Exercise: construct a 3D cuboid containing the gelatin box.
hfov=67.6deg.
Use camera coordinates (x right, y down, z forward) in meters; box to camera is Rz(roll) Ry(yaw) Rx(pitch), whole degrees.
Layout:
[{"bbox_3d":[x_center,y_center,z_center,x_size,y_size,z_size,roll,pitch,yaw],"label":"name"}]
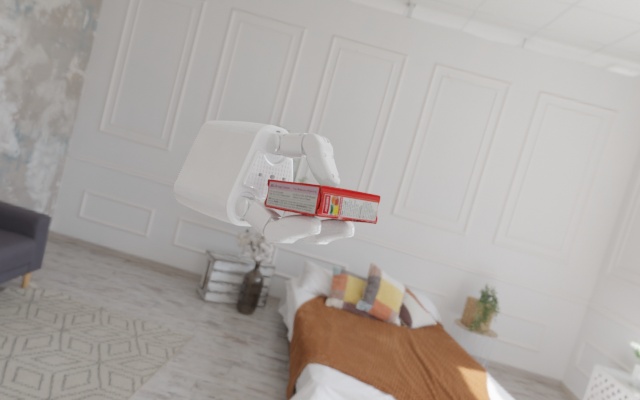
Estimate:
[{"bbox_3d":[0.000,0.001,0.455,0.073,0.030,0.089,9,-1,-38],"label":"gelatin box"}]
